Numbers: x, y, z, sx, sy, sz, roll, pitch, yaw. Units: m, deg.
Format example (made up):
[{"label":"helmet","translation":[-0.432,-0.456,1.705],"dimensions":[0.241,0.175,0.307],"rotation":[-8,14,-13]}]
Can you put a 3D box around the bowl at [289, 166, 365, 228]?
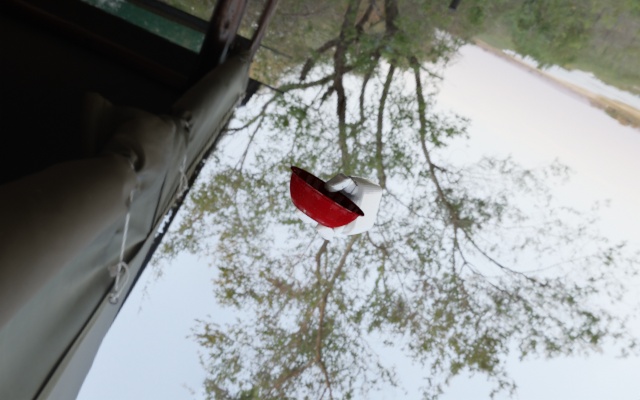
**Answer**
[{"label":"bowl","translation":[-0.001,0.003,0.875],"dimensions":[0.162,0.055,0.162],"rotation":[33,9,-6]}]
